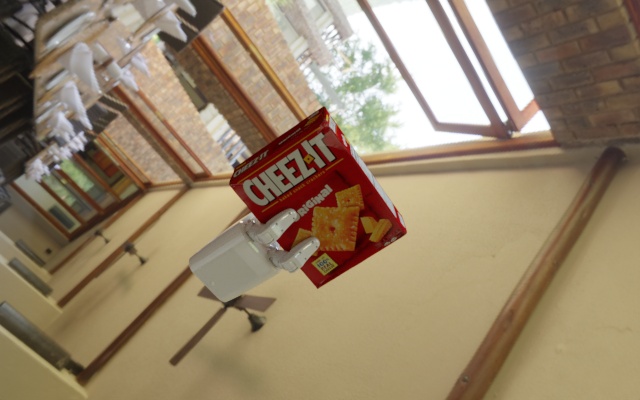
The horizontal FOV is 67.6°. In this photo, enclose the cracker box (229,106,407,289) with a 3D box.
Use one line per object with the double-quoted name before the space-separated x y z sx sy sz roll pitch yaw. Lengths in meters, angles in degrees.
"cracker box" 0.000 0.002 0.690 0.164 0.214 0.072 -33 22 13
